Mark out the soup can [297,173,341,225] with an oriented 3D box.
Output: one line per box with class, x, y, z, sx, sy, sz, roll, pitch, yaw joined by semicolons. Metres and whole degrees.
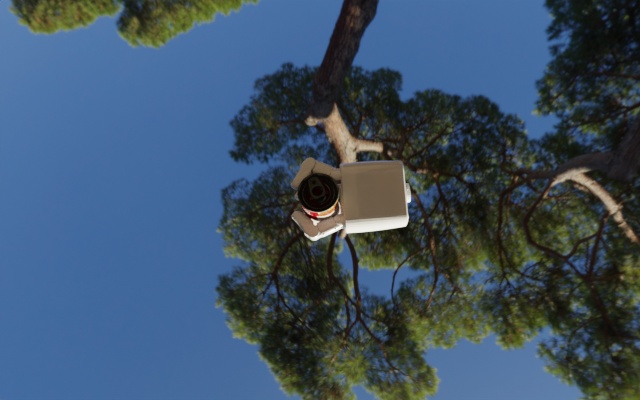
soup can;0.000;0.003;0.816;0.068;0.068;0.102;0;-18;5
